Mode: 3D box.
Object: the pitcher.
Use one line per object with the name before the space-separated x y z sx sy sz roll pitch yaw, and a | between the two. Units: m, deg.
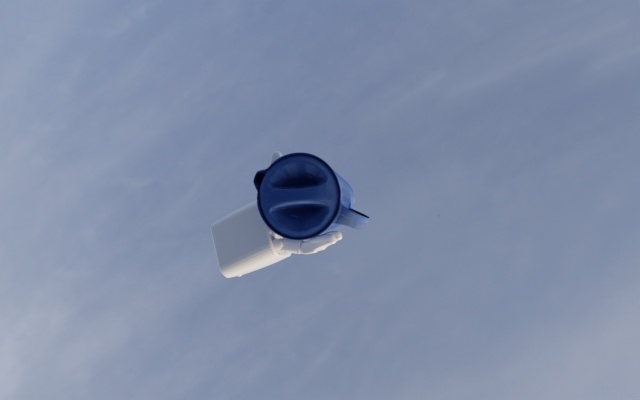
pitcher | 0.000 0.003 0.830 0.145 0.149 0.243 -24 -7 11
